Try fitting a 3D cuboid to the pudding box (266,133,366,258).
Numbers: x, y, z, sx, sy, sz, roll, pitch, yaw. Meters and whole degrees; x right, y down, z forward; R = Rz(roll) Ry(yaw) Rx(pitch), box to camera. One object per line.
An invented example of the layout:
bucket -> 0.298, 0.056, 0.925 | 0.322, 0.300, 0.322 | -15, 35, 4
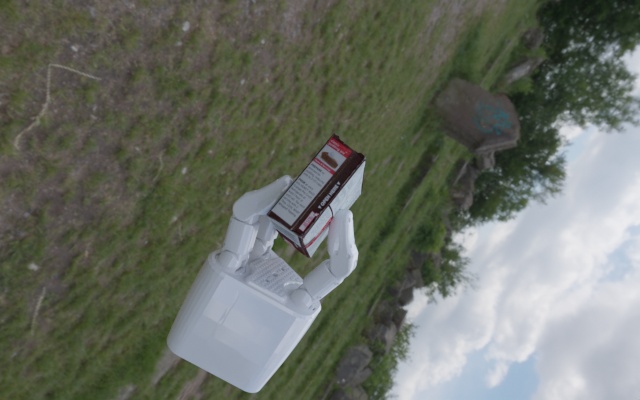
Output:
pudding box -> 0.000, 0.002, 0.436 | 0.039, 0.090, 0.113 | 36, -10, 10
